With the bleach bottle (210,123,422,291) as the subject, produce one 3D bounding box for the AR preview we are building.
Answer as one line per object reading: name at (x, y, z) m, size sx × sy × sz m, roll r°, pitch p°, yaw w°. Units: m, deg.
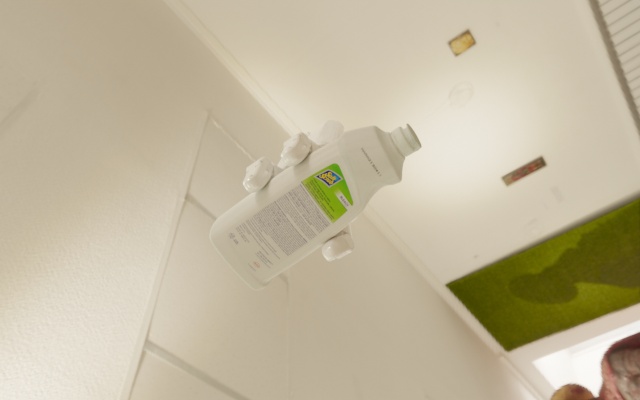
bleach bottle at (0.000, 0.002, 0.528) m, size 0.251 × 0.102 × 0.068 m, roll -32°, pitch 19°, yaw 21°
